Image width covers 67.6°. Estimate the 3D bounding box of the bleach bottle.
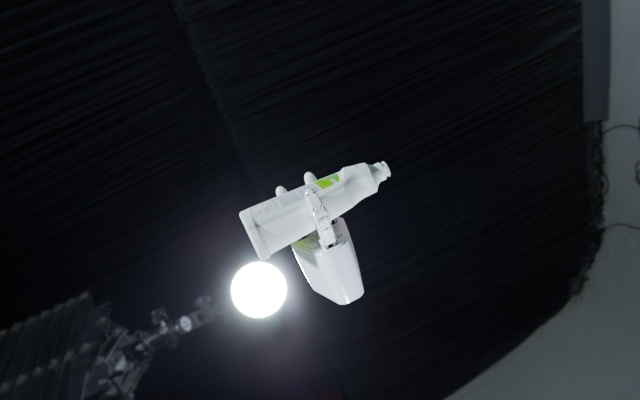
[{"bbox_3d":[0.000,0.002,0.765,0.251,0.068,0.102,-25,24,-9],"label":"bleach bottle"}]
